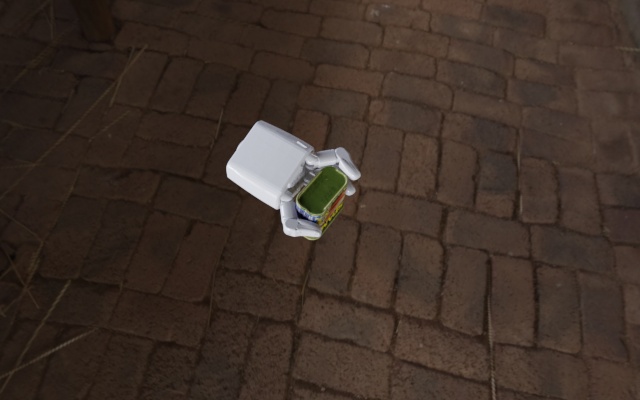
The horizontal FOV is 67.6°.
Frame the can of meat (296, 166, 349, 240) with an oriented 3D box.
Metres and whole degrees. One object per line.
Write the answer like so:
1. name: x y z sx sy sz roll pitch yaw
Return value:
1. can of meat: 0.000 0.003 0.791 0.057 0.102 0.084 34 -28 13
